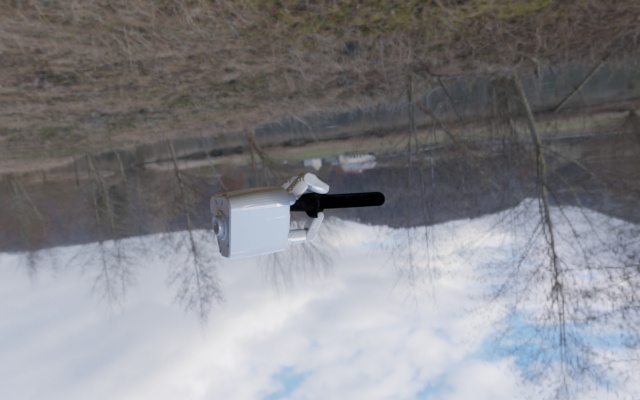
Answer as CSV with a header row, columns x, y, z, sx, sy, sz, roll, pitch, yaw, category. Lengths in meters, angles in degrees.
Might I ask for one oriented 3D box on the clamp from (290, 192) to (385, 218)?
x,y,z,sx,sy,sz,roll,pitch,yaw,category
0.000,0.004,0.862,0.164,0.036,0.210,-7,6,-32,clamp
